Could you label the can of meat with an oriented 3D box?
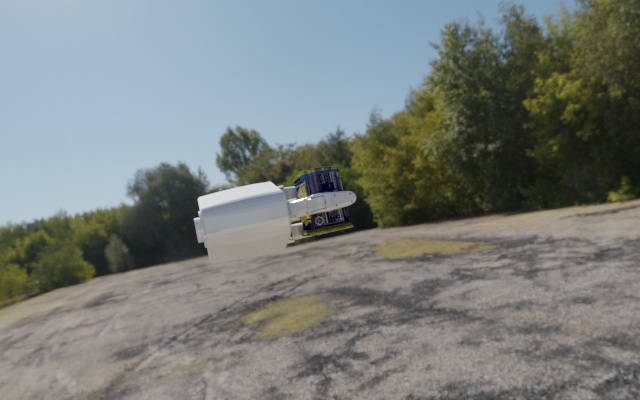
[{"bbox_3d":[0.000,0.002,0.646,0.057,0.084,0.102,-11,-3,-12],"label":"can of meat"}]
